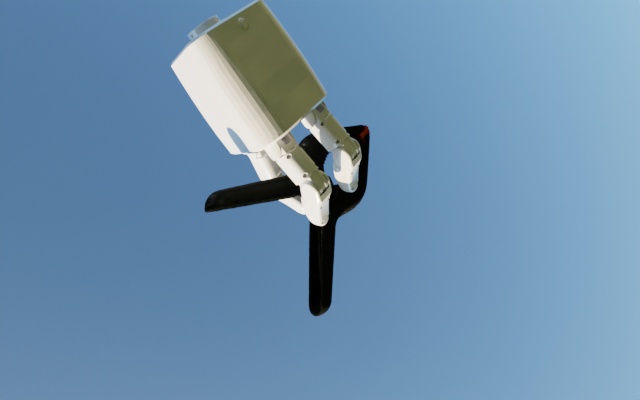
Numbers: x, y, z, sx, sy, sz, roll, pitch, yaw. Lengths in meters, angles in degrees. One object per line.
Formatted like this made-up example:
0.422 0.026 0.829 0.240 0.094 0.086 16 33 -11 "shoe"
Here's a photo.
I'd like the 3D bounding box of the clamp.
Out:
0.000 0.001 0.500 0.036 0.164 0.210 -12 30 51 "clamp"
